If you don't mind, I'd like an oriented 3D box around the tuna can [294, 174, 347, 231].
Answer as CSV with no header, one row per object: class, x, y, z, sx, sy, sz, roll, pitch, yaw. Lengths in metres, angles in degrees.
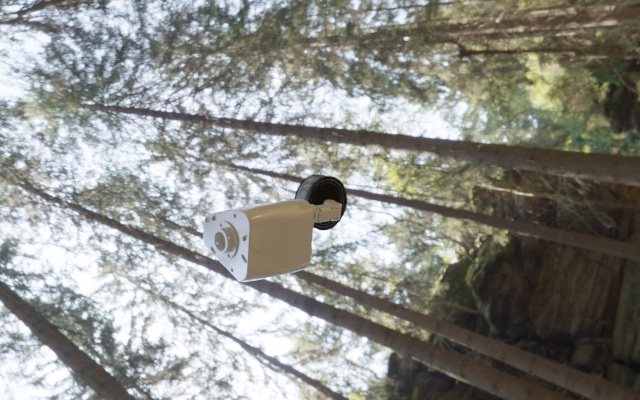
tuna can,0.000,0.002,0.744,0.086,0.086,0.033,0,9,-43
